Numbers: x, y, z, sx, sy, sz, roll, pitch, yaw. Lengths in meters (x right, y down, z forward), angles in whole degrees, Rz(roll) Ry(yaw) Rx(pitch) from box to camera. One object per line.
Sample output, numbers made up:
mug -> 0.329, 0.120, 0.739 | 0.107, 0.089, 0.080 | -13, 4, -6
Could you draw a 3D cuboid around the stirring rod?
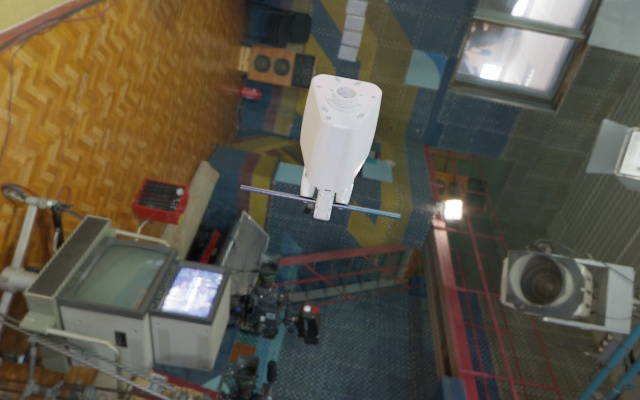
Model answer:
stirring rod -> 0.000, 0.002, 0.712 | 0.239, 0.011, 0.011 | 11, 0, -1
